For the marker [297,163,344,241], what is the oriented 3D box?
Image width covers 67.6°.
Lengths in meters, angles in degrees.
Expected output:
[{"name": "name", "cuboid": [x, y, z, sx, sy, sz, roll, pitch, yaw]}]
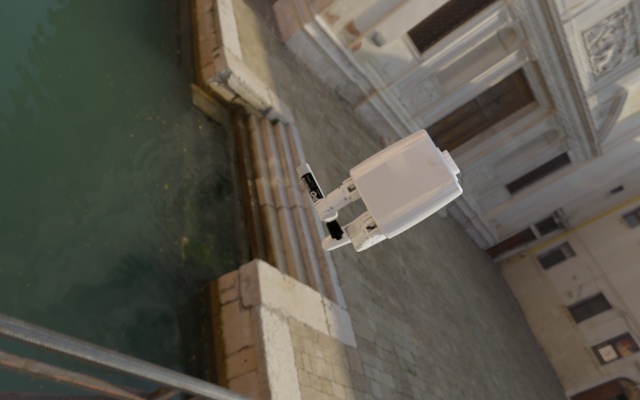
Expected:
[{"name": "marker", "cuboid": [0.000, 0.002, 0.678, 0.020, 0.121, 0.020, -25, -16, -8]}]
